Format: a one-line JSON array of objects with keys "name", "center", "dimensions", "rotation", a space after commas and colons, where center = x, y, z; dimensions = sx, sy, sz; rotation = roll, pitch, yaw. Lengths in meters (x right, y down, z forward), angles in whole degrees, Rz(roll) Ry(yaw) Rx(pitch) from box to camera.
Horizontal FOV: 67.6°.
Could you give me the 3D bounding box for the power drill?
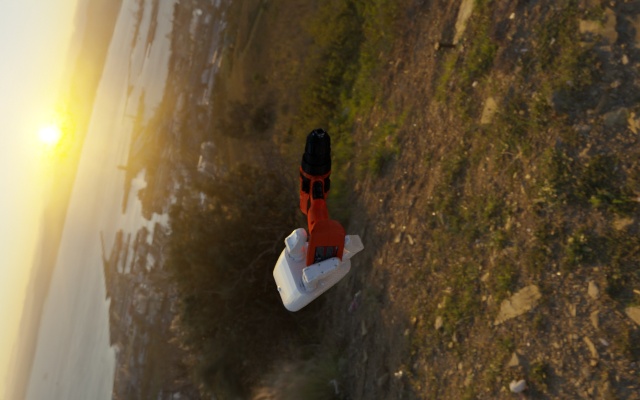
[{"name": "power drill", "center": [0.000, 0.003, 0.775], "dimensions": [0.057, 0.187, 0.185], "rotation": [-2, -44, -6]}]
